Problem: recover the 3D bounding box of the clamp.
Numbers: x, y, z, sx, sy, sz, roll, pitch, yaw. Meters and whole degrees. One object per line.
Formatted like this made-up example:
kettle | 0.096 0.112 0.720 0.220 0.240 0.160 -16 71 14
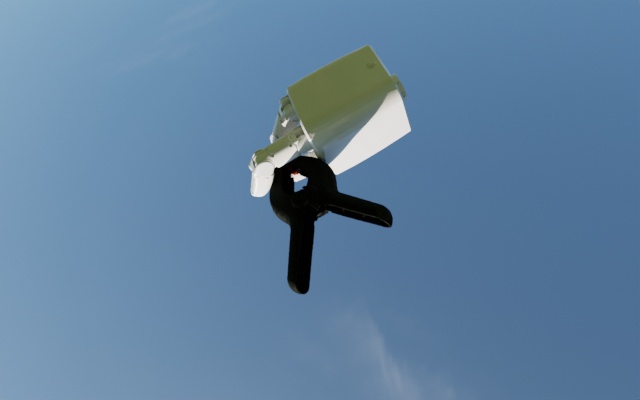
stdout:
clamp | 0.000 0.002 0.500 0.120 0.171 0.039 -28 -39 8
